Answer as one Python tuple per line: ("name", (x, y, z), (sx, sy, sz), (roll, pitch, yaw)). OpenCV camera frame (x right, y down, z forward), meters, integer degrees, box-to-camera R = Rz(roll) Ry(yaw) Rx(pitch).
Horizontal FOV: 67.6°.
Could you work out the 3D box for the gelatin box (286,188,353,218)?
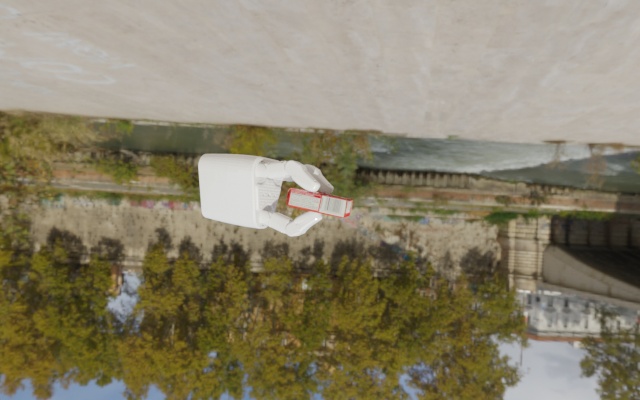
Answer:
("gelatin box", (0.000, 0.003, 0.717), (0.089, 0.030, 0.073), (12, 2, 10))
